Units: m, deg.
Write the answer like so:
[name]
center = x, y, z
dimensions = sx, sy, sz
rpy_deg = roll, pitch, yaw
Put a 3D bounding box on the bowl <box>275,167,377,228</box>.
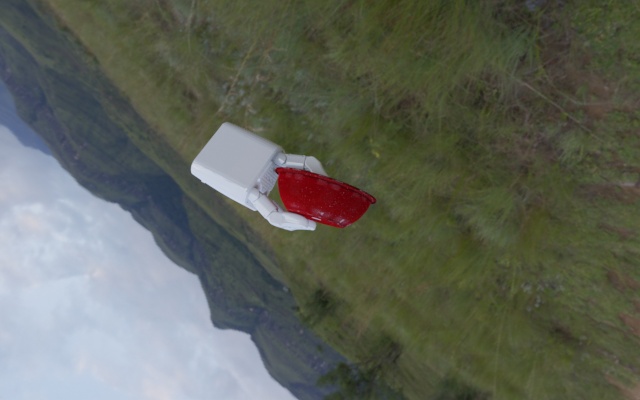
[bowl]
center = 0.001, 0.003, 0.720
dimensions = 0.162, 0.055, 0.162
rpy_deg = 17, -7, 2
